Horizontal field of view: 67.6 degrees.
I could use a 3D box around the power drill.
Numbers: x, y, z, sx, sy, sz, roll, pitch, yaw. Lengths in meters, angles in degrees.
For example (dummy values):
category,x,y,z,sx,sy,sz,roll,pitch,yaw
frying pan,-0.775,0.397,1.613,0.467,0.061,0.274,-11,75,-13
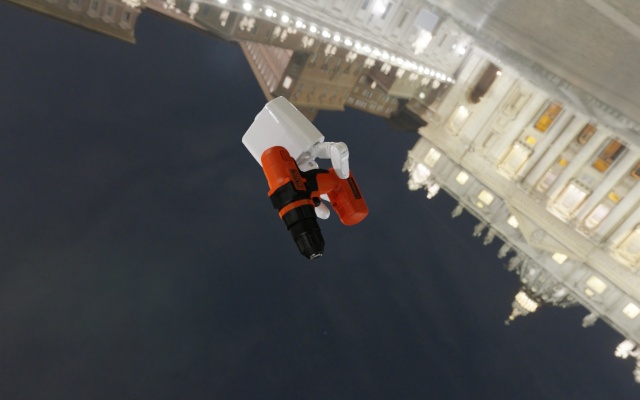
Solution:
category,x,y,z,sx,sy,sz,roll,pitch,yaw
power drill,0.000,0.002,0.764,0.057,0.184,0.187,-32,-19,30
